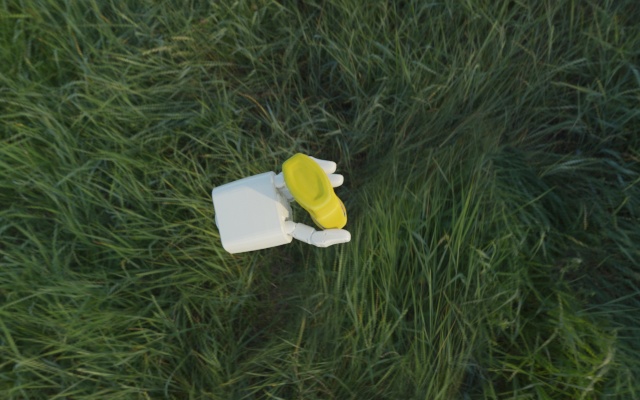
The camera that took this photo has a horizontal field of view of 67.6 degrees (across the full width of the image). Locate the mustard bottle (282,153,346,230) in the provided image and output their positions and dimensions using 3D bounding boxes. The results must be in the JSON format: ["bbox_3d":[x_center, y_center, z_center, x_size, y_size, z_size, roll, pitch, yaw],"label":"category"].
[{"bbox_3d":[0.000,0.002,0.758,0.058,0.096,0.192,-36,-23,-1],"label":"mustard bottle"}]
